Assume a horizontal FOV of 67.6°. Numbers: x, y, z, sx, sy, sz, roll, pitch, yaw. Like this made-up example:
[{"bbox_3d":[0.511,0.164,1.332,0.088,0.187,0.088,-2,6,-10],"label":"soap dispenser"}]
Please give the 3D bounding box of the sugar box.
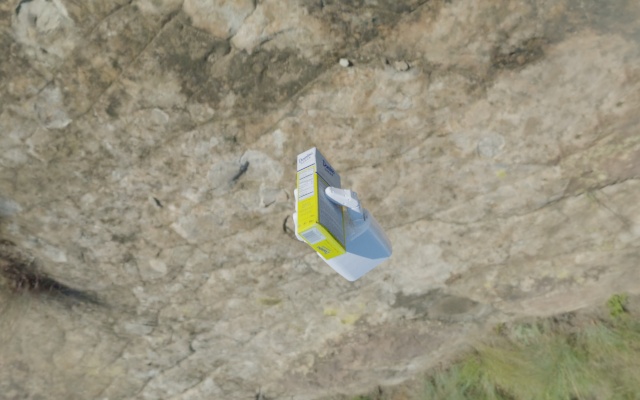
[{"bbox_3d":[0.000,0.003,0.813,0.048,0.176,0.093,-25,-47,20],"label":"sugar box"}]
